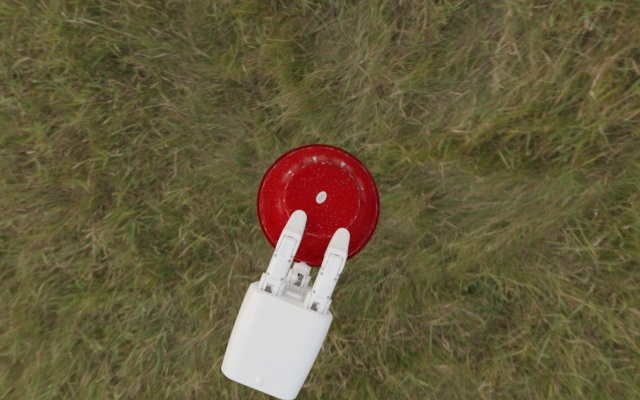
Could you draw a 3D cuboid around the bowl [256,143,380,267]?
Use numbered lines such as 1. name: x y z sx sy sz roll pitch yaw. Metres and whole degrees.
1. bowl: 0.000 0.001 0.593 0.162 0.162 0.055 0 -8 -5
